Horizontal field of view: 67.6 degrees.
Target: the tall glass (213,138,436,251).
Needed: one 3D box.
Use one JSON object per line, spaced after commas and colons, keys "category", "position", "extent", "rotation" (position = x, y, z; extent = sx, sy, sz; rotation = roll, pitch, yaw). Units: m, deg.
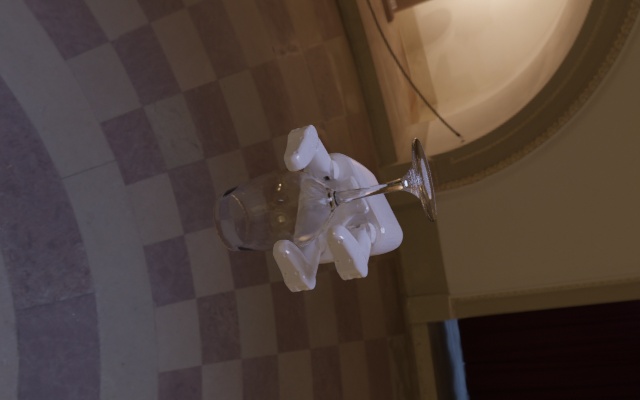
{"category": "tall glass", "position": [0.001, 0.001, 0.448], "extent": [0.201, 0.079, 0.079], "rotation": [-12, -4, 21]}
